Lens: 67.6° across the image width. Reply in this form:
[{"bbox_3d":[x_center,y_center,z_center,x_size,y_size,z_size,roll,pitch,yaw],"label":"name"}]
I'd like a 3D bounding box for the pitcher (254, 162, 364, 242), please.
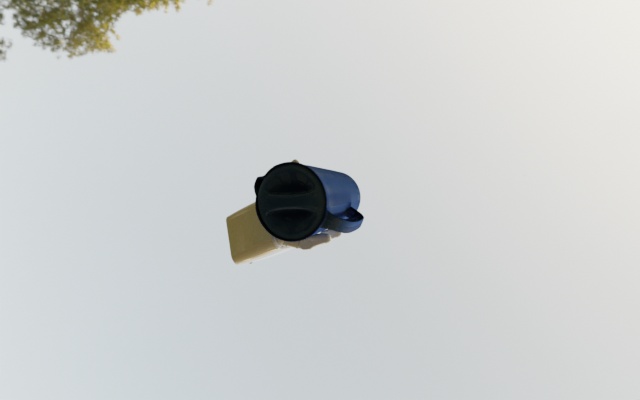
[{"bbox_3d":[0.000,0.003,0.895,0.145,0.149,0.243,-23,-6,22],"label":"pitcher"}]
